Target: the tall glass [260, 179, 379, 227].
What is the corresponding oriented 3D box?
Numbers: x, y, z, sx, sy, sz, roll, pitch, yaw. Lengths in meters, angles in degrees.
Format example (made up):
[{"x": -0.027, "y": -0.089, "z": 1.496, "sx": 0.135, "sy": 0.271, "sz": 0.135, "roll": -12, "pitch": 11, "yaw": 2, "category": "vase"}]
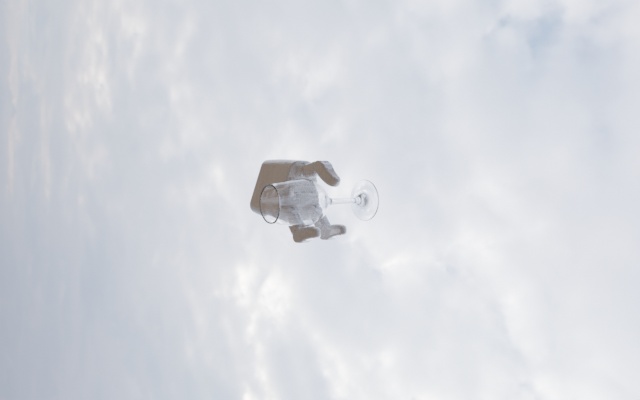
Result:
[{"x": 0.001, "y": 0.003, "z": 0.798, "sx": 0.201, "sy": 0.079, "sz": 0.079, "roll": -2, "pitch": 1, "yaw": -38, "category": "tall glass"}]
